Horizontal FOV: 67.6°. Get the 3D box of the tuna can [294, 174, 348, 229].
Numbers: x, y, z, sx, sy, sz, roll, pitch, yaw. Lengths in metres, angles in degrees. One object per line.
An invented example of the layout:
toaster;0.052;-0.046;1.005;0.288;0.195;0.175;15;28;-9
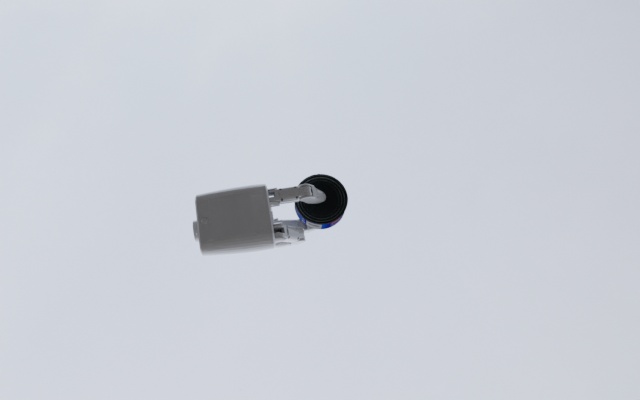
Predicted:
tuna can;0.000;0.003;0.772;0.086;0.086;0.034;0;-20;-4
